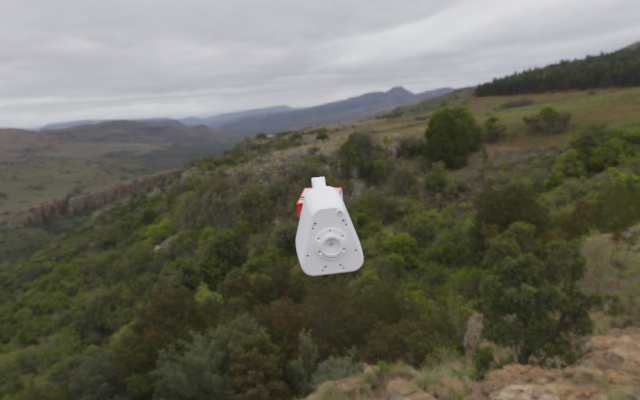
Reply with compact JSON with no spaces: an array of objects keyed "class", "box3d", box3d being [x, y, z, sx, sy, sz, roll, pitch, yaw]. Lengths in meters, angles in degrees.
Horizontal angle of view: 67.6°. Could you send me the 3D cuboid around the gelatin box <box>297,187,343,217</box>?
[{"class":"gelatin box","box3d":[0.000,0.002,0.871,0.073,0.030,0.089,-1,20,9]}]
